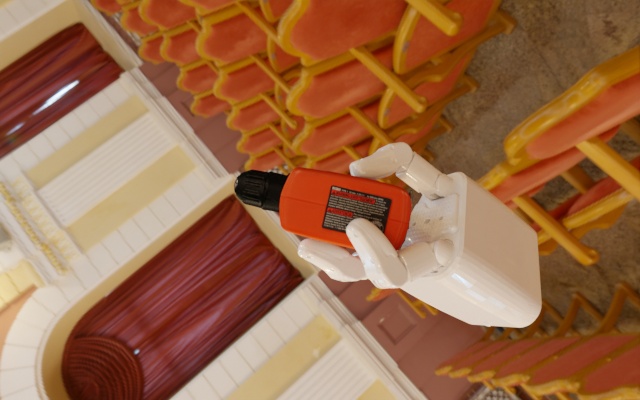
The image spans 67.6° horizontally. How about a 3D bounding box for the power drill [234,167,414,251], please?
[{"bbox_3d":[0.000,0.002,0.461,0.184,0.057,0.187,10,2,-4],"label":"power drill"}]
